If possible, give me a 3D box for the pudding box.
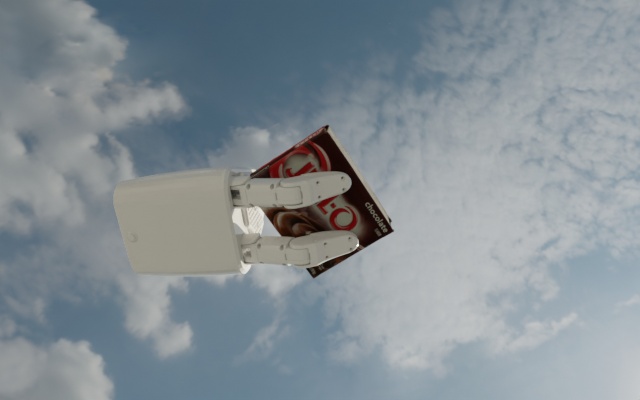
[{"bbox_3d":[0.000,0.001,0.439,0.090,0.113,0.039,-32,14,15],"label":"pudding box"}]
